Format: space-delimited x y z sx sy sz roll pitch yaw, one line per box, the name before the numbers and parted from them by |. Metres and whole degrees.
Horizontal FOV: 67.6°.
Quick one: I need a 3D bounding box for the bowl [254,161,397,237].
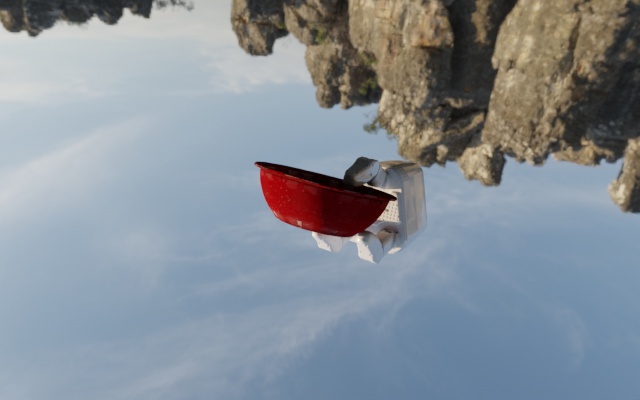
bowl | -0.001 0.002 0.530 0.162 0.055 0.162 14 6 -2
